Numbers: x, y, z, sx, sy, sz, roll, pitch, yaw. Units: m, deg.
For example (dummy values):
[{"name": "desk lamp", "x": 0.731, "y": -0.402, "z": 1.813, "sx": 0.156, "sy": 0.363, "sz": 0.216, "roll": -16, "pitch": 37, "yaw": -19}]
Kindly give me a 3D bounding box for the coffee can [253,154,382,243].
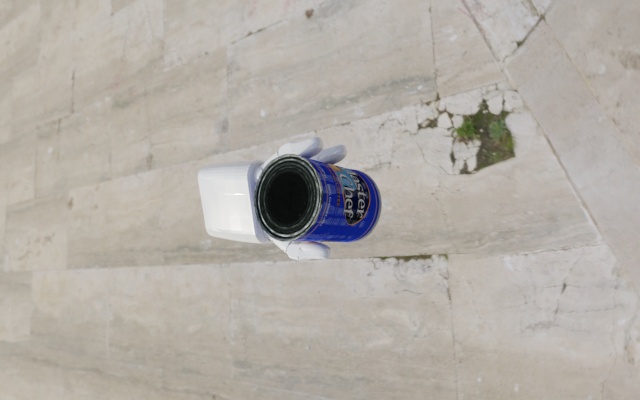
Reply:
[{"name": "coffee can", "x": 0.000, "y": 0.002, "z": 0.607, "sx": 0.103, "sy": 0.103, "sz": 0.140, "roll": 0, "pitch": -5, "yaw": 35}]
